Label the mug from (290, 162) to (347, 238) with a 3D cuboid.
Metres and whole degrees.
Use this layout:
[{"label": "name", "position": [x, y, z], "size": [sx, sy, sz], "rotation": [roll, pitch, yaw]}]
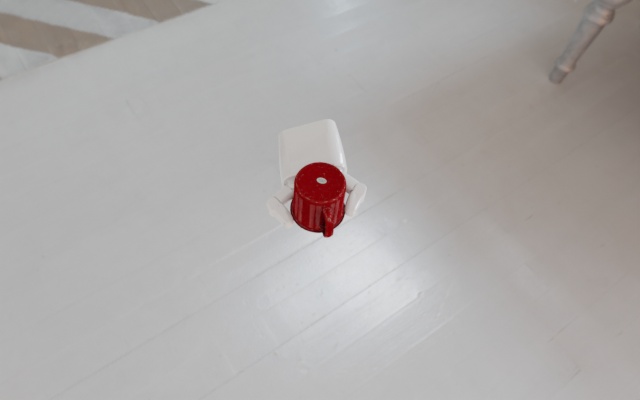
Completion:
[{"label": "mug", "position": [0.000, 0.004, 0.756], "size": [0.093, 0.117, 0.082], "rotation": [-7, -32, -8]}]
